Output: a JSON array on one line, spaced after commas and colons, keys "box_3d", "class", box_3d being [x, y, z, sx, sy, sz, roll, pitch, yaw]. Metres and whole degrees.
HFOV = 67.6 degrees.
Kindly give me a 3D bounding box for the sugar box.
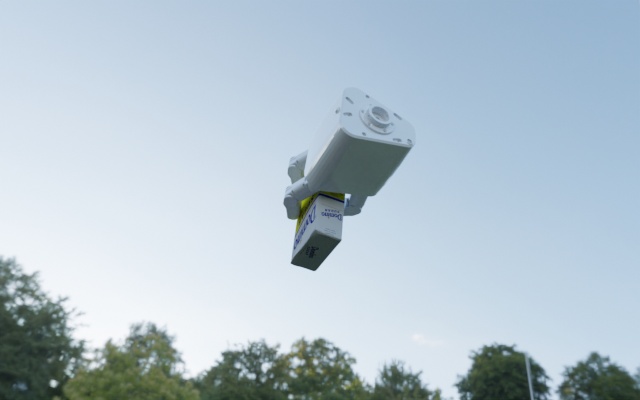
[{"box_3d": [0.000, 0.002, 0.687, 0.048, 0.176, 0.093, 21, -41, -13], "class": "sugar box"}]
